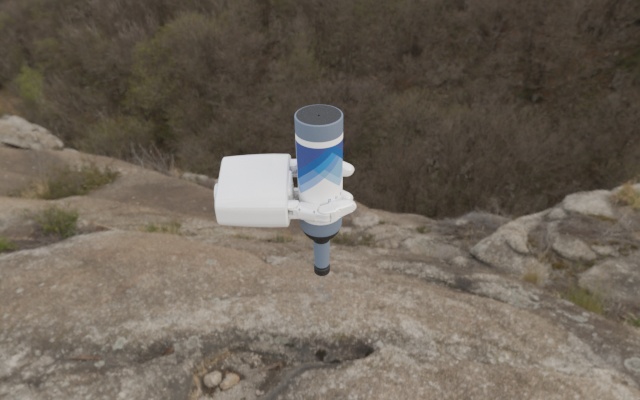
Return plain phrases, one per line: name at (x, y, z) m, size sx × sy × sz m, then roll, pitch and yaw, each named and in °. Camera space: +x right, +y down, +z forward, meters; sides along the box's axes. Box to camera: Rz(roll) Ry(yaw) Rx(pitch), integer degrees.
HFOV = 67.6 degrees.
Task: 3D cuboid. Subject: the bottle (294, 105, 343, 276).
bottle at (0.000, 0.002, 0.733) m, size 0.069 × 0.296 × 0.069 m, roll -1°, pitch 36°, yaw 1°
